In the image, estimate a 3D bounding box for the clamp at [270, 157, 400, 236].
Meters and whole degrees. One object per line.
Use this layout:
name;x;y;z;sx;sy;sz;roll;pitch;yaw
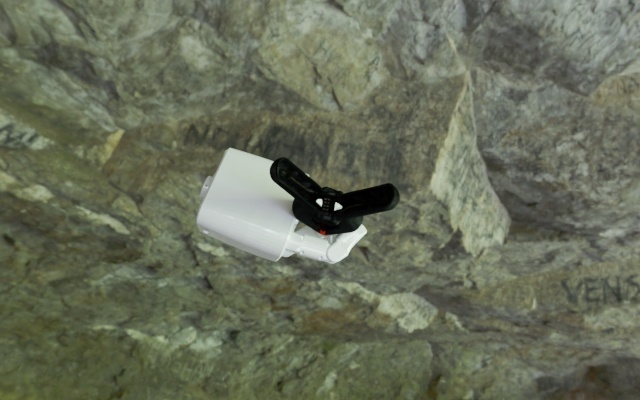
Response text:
clamp;0.000;0.001;0.498;0.120;0.039;0.171;22;-20;-5
